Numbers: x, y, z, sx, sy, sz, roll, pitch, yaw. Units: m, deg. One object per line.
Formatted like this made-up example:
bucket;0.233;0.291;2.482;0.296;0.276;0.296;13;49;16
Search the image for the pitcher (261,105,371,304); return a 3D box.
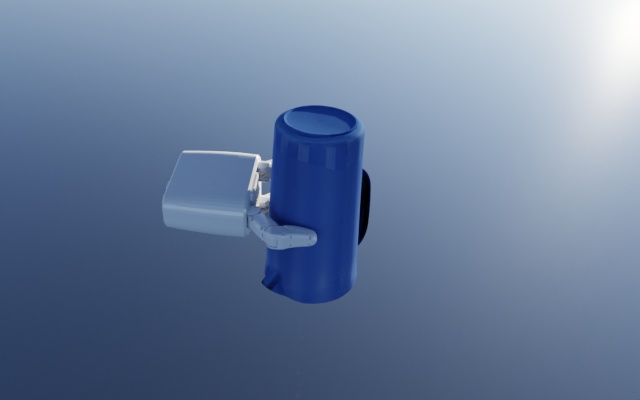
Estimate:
pitcher;0.000;0.002;0.634;0.145;0.243;0.149;5;33;2
